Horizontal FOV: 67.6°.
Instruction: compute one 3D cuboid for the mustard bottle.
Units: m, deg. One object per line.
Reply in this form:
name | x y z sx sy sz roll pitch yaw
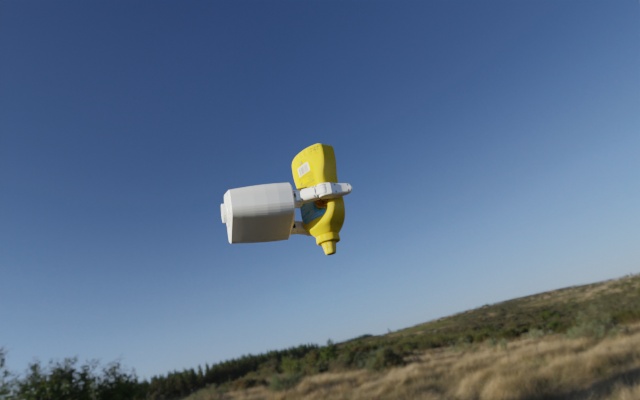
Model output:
mustard bottle | 0.000 0.003 0.847 0.058 0.191 0.096 5 -25 -39
